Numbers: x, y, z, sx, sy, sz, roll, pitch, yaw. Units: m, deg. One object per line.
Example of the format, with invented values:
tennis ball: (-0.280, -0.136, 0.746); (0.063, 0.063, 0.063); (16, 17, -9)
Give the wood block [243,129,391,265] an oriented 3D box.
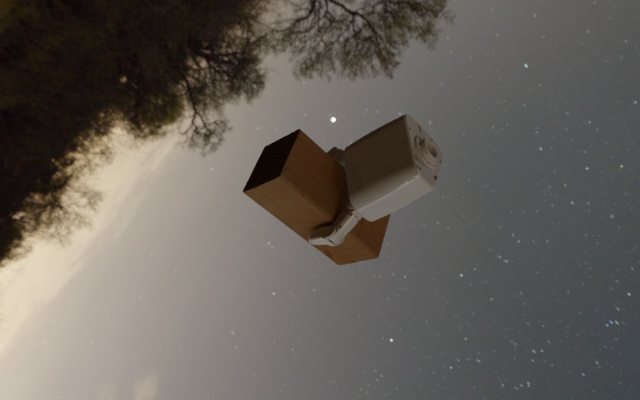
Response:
wood block: (0.000, 0.003, 0.714); (0.206, 0.090, 0.090); (40, -37, -28)
